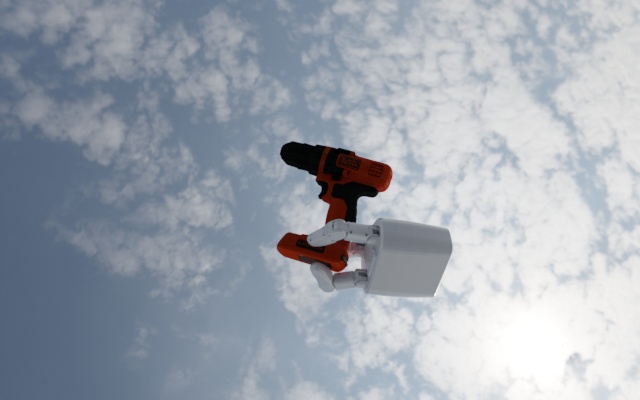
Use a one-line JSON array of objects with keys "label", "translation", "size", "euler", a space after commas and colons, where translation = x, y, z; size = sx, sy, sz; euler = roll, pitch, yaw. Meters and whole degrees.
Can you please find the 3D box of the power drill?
[{"label": "power drill", "translation": [0.000, 0.003, 0.729], "size": [0.184, 0.187, 0.057], "euler": [15, -20, 14]}]
